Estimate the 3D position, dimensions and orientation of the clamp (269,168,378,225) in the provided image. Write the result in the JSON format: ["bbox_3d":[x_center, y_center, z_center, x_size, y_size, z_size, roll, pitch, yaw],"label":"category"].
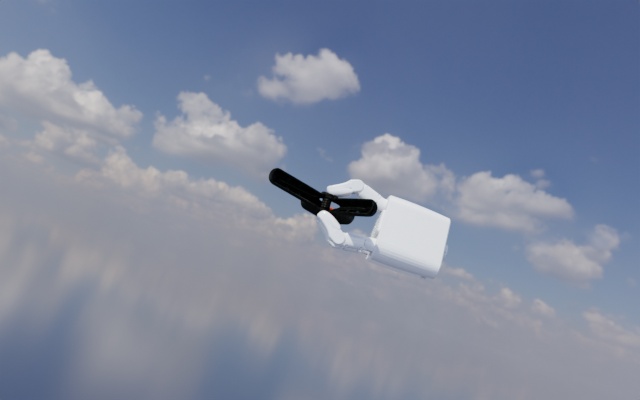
[{"bbox_3d":[0.001,0.002,0.771,0.164,0.036,0.210,21,-10,2],"label":"clamp"}]
